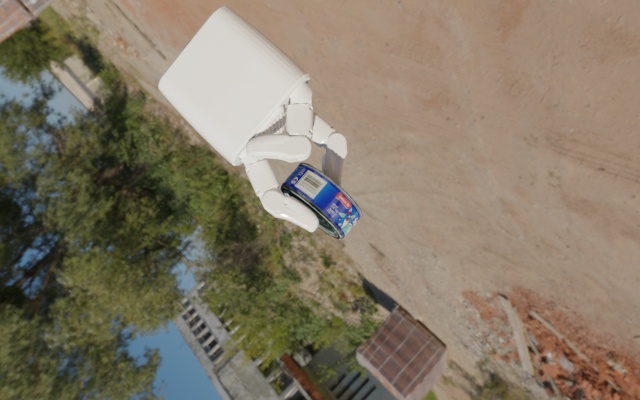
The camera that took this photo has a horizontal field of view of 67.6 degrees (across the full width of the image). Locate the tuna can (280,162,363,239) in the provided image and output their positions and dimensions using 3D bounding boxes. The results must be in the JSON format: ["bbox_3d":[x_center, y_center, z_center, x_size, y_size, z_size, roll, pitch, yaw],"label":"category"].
[{"bbox_3d":[0.000,0.002,0.495,0.086,0.033,0.086,39,-11,9],"label":"tuna can"}]
